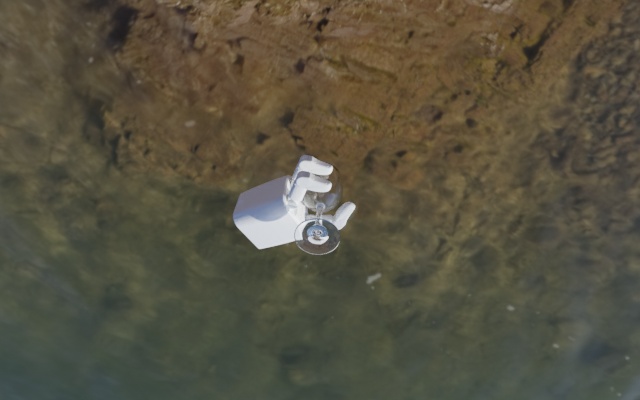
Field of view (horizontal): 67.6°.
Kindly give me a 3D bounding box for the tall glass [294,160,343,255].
[{"bbox_3d":[0.000,0.003,0.845,0.079,0.079,0.201,0,34,4],"label":"tall glass"}]
